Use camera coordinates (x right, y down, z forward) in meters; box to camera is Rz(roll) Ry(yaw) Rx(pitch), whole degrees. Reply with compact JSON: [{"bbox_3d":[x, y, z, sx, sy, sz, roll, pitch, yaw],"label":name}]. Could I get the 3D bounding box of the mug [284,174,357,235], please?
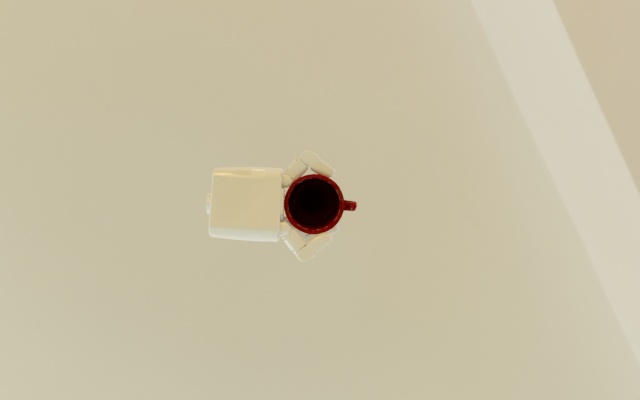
[{"bbox_3d":[0.002,0.002,0.768,0.117,0.093,0.081,3,6,-4],"label":"mug"}]
